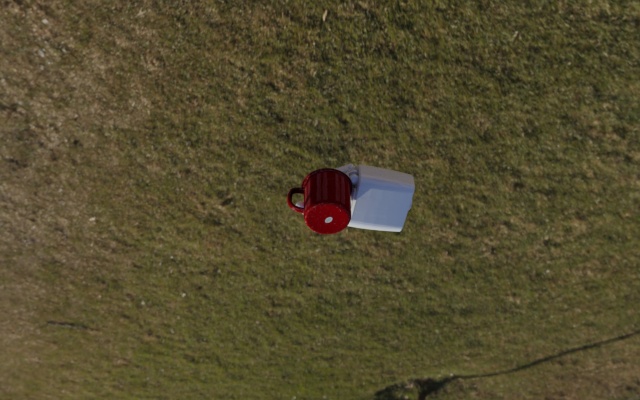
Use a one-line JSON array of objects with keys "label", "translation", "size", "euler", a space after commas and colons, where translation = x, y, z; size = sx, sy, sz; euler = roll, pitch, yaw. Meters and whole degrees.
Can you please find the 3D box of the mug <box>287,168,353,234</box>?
[{"label": "mug", "translation": [-0.001, 0.003, 0.832], "size": [0.117, 0.093, 0.081], "euler": [8, 43, -8]}]
